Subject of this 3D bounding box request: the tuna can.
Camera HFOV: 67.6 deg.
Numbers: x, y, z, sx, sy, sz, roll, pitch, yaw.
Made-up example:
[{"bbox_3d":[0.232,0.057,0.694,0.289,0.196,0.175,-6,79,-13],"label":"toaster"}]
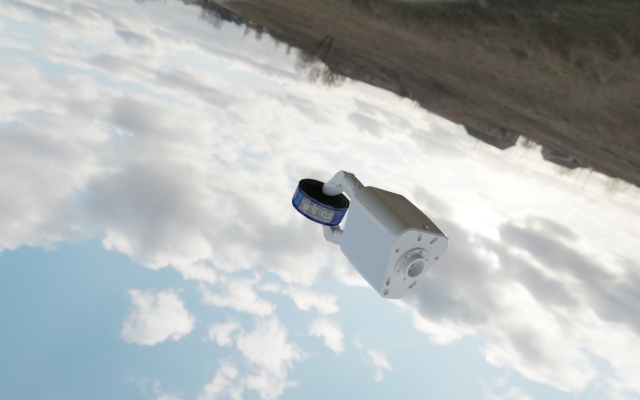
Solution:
[{"bbox_3d":[0.000,0.003,0.723,0.086,0.034,0.086,22,22,-9],"label":"tuna can"}]
